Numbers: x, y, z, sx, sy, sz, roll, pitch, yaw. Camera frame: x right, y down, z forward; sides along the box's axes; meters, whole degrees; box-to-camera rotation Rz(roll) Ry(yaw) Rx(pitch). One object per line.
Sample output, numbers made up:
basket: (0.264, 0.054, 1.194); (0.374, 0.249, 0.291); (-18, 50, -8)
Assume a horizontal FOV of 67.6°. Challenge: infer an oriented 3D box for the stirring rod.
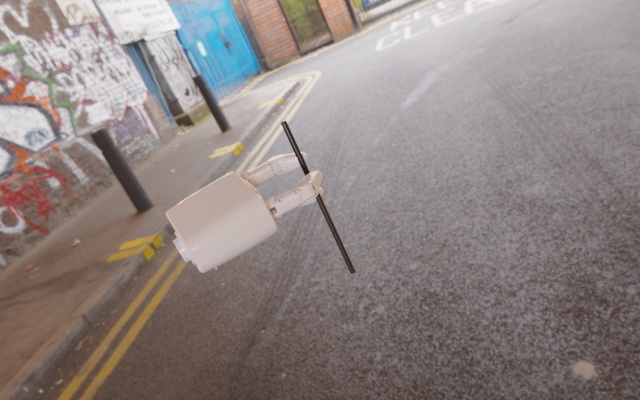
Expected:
stirring rod: (0.000, 0.002, 0.652); (0.011, 0.240, 0.011); (-22, 21, 9)
